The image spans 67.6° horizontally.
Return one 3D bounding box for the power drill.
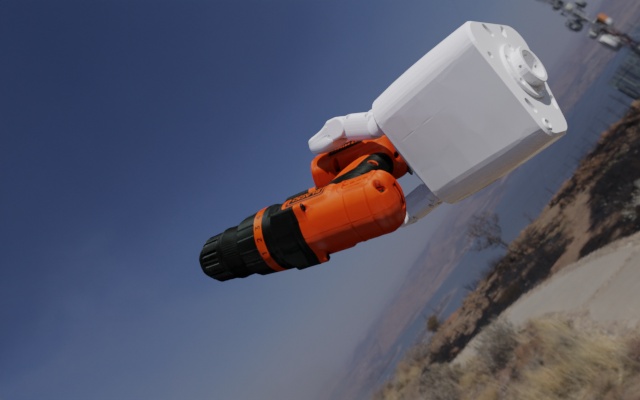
[{"bbox_3d":[0.000,0.001,0.431,0.184,0.057,0.187,-19,16,26],"label":"power drill"}]
